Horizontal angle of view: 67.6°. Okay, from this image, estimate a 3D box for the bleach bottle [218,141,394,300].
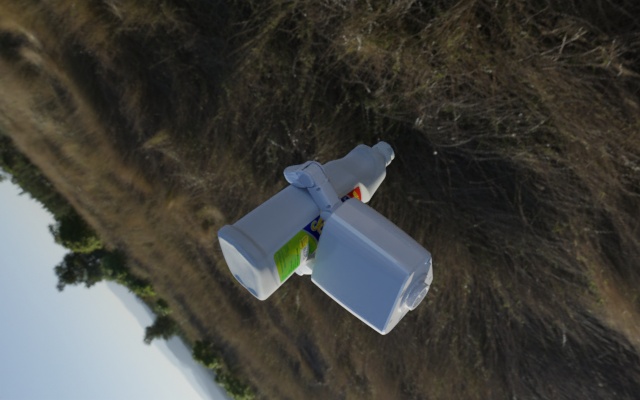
[{"bbox_3d":[0.000,0.002,0.567,0.068,0.103,0.250,36,61,26],"label":"bleach bottle"}]
